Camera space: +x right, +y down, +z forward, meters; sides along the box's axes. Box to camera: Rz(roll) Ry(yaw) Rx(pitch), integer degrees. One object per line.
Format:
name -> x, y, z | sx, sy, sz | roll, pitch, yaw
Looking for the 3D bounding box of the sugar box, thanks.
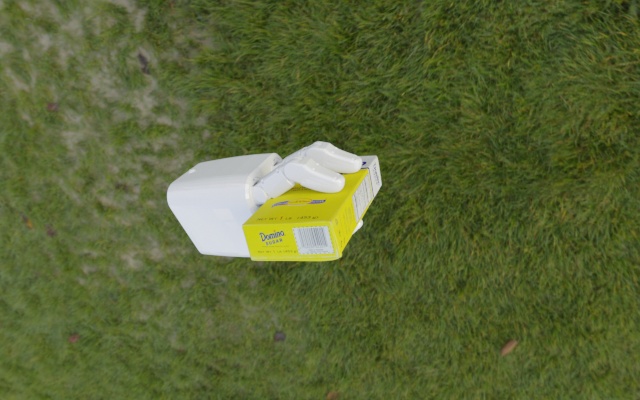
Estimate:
sugar box -> 0.000, 0.001, 0.506 | 0.093, 0.048, 0.176 | -3, 26, 21
